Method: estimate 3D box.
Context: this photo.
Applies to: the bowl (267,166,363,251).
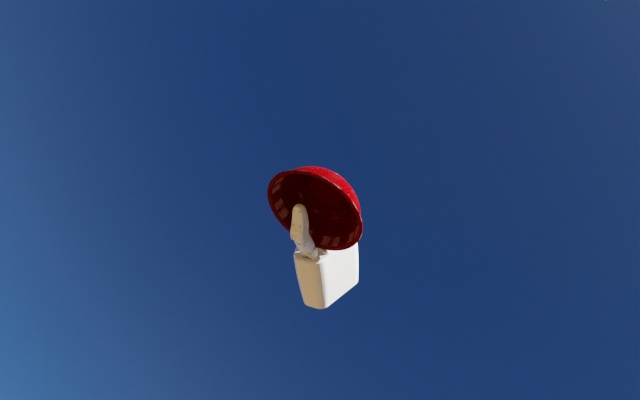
[{"bbox_3d":[0.000,0.001,0.738,0.162,0.162,0.055,0,40,35],"label":"bowl"}]
